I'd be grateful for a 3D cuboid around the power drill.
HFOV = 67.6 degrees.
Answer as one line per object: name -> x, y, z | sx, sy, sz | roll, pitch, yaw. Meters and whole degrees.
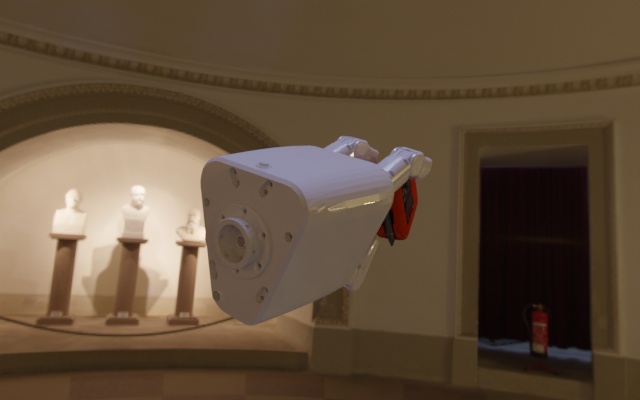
power drill -> 0.000, 0.002, 0.485 | 0.187, 0.057, 0.184 | -8, 18, 19
